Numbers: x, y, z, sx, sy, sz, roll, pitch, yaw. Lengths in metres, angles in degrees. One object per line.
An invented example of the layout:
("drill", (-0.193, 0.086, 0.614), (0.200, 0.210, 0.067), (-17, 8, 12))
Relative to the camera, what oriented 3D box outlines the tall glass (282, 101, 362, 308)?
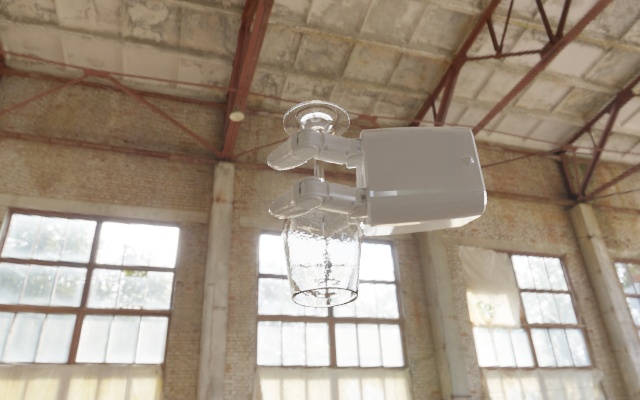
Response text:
("tall glass", (0.000, 0.001, 0.482), (0.079, 0.201, 0.079), (-2, -27, -1))
